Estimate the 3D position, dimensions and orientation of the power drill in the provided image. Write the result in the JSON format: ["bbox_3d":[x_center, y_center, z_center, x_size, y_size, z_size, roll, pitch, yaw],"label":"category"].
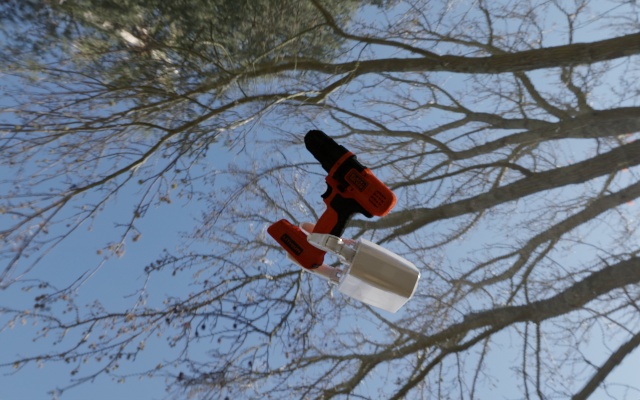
[{"bbox_3d":[0.000,0.003,0.772,0.184,0.188,0.057,43,11,13],"label":"power drill"}]
